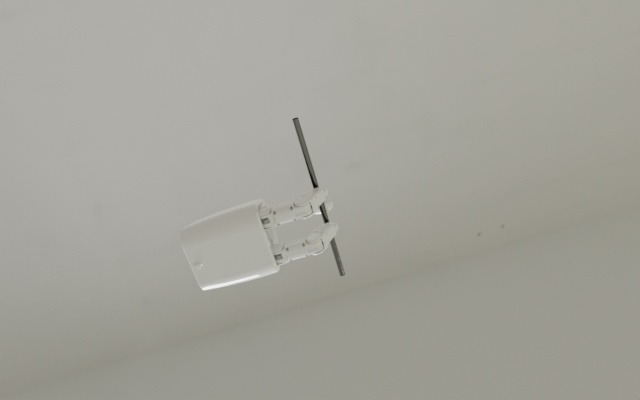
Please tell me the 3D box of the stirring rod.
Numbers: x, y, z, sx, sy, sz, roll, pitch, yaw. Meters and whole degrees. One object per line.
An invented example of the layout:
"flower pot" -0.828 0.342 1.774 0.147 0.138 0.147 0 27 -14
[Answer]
"stirring rod" 0.000 0.002 0.653 0.011 0.240 0.011 -14 23 6
